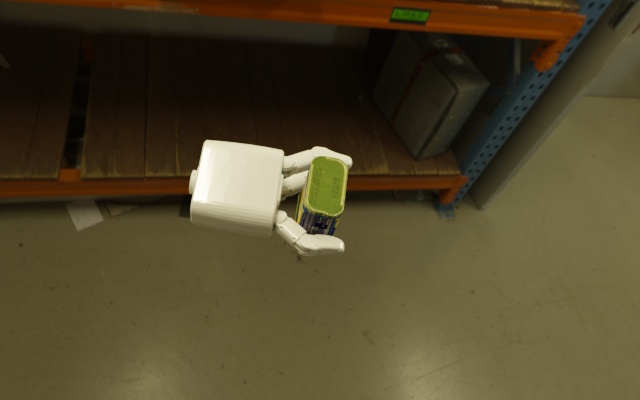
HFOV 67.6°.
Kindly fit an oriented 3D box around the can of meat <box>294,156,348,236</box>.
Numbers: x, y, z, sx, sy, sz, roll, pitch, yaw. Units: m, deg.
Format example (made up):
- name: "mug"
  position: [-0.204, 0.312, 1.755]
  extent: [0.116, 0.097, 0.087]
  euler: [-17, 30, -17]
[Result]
- name: "can of meat"
  position: [0.000, 0.002, 0.645]
  extent: [0.057, 0.102, 0.084]
  euler: [12, -37, -5]
